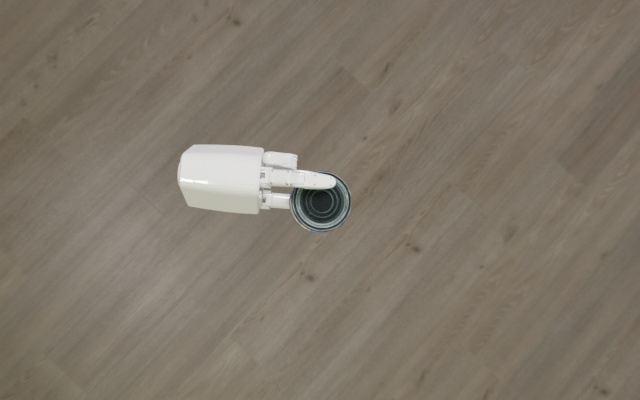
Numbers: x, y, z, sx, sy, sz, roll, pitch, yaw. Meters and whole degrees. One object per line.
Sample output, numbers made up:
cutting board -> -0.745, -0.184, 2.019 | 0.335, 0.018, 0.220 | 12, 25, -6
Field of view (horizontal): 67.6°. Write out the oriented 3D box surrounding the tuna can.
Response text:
tuna can -> 0.000, 0.002, 0.666 | 0.086, 0.086, 0.034 | 0, -5, -9
